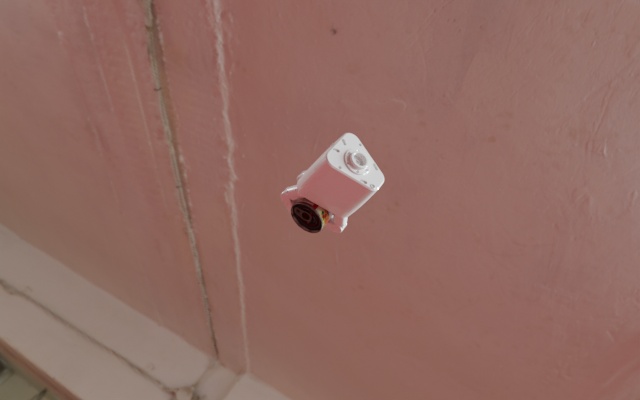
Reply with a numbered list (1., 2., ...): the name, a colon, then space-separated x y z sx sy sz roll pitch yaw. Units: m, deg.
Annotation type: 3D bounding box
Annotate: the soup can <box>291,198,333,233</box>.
1. soup can: 0.000 0.003 0.892 0.068 0.068 0.102 0 36 40
